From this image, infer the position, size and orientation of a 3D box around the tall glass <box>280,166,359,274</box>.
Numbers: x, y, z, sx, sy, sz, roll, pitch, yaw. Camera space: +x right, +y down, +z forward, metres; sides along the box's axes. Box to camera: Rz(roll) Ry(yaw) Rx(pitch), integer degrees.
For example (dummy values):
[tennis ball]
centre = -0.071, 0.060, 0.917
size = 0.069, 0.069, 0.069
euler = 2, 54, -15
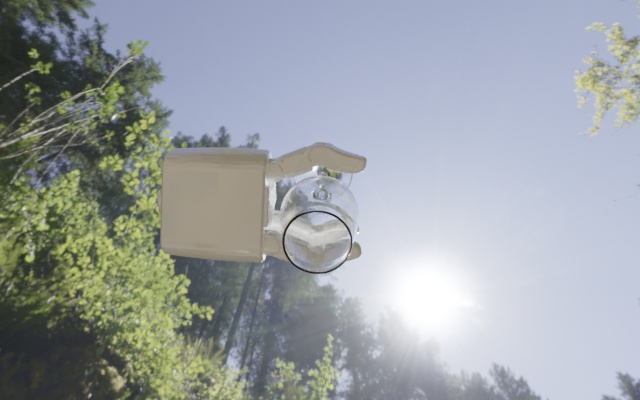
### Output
[tall glass]
centre = 0.000, 0.001, 0.506
size = 0.079, 0.079, 0.201
euler = 0, 21, 1
